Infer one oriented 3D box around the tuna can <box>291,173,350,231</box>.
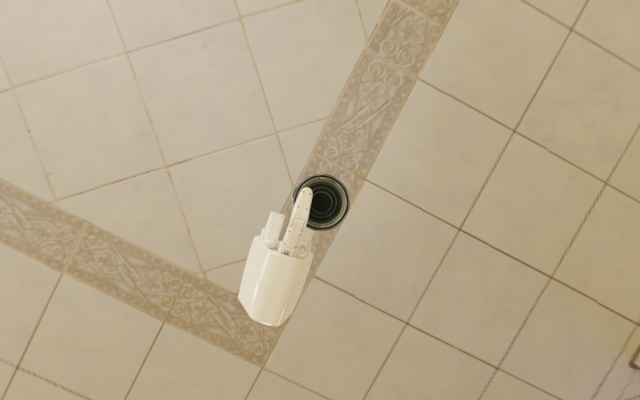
[{"bbox_3d":[0.000,0.002,0.707,0.086,0.086,0.034,0,2,-5],"label":"tuna can"}]
